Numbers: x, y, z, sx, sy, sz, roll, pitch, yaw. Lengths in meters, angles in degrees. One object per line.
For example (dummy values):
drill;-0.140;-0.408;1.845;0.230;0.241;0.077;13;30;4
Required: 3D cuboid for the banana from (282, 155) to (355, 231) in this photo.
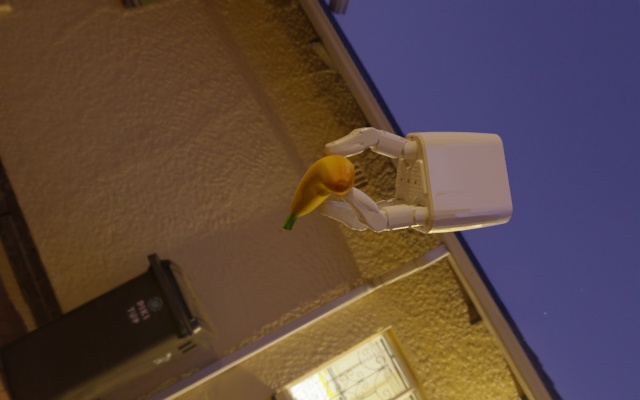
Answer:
banana;0.003;-0.015;0.529;0.037;0.069;0.198;17;-20;-12
